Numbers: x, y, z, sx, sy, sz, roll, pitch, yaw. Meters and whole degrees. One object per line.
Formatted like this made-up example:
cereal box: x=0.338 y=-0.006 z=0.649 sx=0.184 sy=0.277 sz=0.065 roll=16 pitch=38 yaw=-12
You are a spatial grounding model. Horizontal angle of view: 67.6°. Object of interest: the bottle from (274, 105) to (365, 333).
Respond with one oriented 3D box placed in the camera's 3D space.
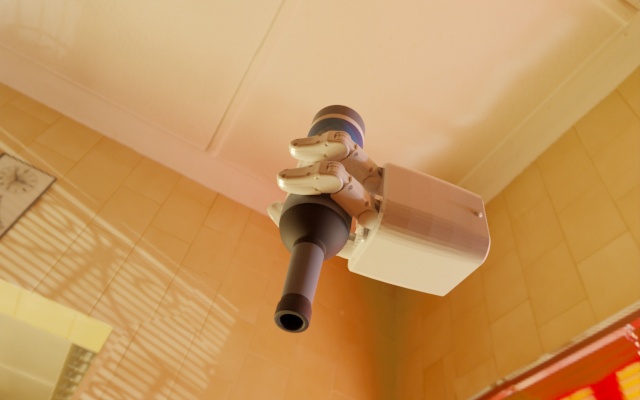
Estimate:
bottle: x=0.000 y=0.001 z=0.469 sx=0.069 sy=0.069 sz=0.295 roll=0 pitch=37 yaw=11
